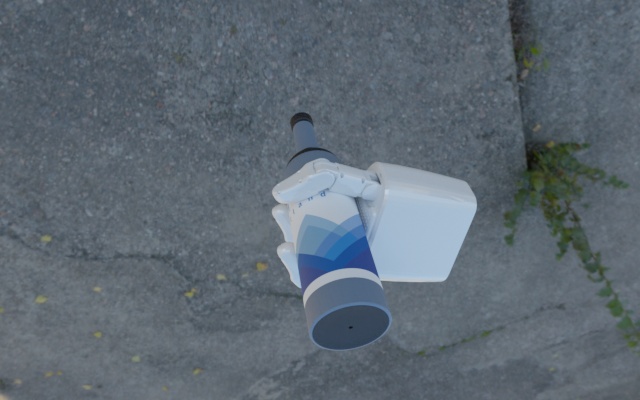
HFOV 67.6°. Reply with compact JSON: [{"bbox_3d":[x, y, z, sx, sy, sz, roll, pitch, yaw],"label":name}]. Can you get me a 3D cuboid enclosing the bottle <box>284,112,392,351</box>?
[{"bbox_3d":[0.000,0.002,0.480,0.069,0.069,0.295,0,42,-13],"label":"bottle"}]
